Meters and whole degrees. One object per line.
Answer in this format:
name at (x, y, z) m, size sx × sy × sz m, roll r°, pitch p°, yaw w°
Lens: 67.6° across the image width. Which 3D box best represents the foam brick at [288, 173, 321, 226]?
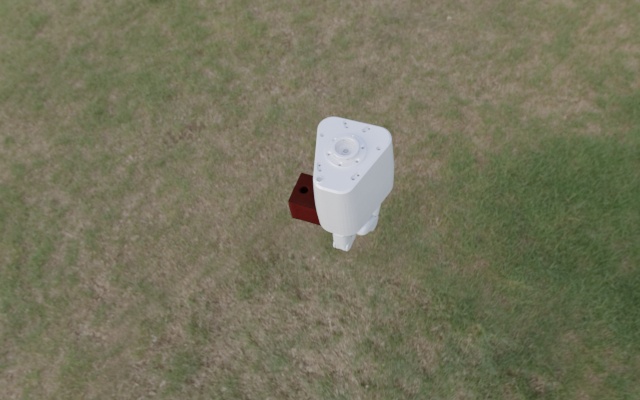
foam brick at (0.000, 0.002, 0.686) m, size 0.078 × 0.053 × 0.051 m, roll 15°, pitch -27°, yaw 16°
